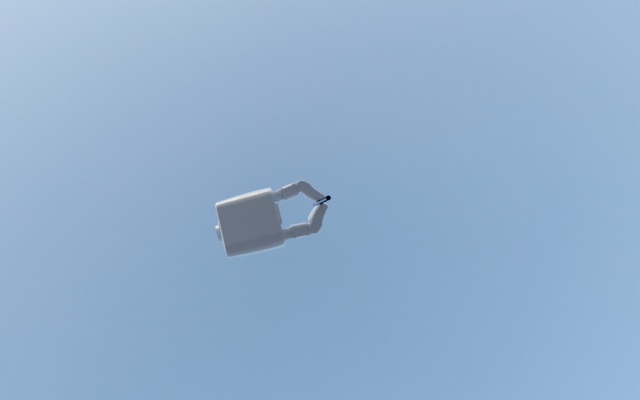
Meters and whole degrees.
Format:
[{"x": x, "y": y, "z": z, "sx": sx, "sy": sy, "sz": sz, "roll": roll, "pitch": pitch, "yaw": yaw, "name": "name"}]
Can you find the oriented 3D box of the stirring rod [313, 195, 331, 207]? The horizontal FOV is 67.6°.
[{"x": 0.000, "y": 0.003, "z": 0.850, "sx": 0.011, "sy": 0.011, "sz": 0.239, "roll": 0, "pitch": -3, "yaw": -6, "name": "stirring rod"}]
